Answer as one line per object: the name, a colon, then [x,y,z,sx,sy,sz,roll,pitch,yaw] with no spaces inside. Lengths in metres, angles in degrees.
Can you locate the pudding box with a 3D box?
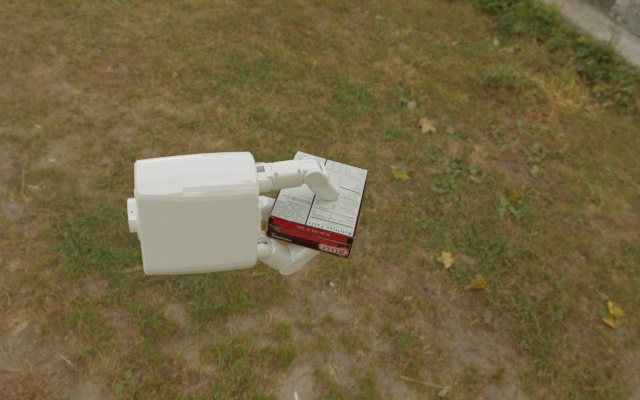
pudding box: [0.000,0.002,0.517,0.090,0.113,0.039,16,-43,2]
